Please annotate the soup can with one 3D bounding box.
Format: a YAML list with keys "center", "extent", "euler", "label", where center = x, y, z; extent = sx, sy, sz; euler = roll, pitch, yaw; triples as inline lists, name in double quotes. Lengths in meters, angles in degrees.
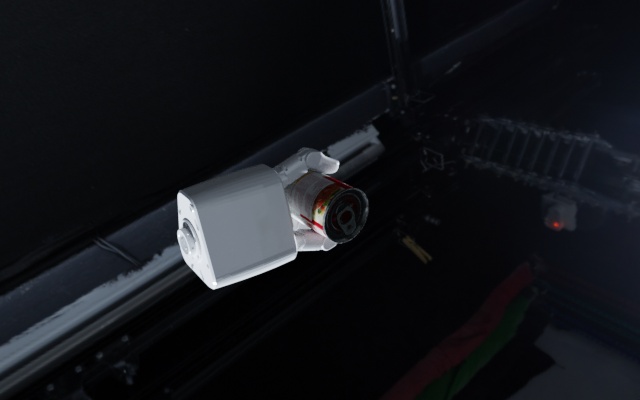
- center: [0.000, 0.002, 0.587]
  extent: [0.068, 0.068, 0.102]
  euler: [0, 19, -40]
  label: "soup can"
